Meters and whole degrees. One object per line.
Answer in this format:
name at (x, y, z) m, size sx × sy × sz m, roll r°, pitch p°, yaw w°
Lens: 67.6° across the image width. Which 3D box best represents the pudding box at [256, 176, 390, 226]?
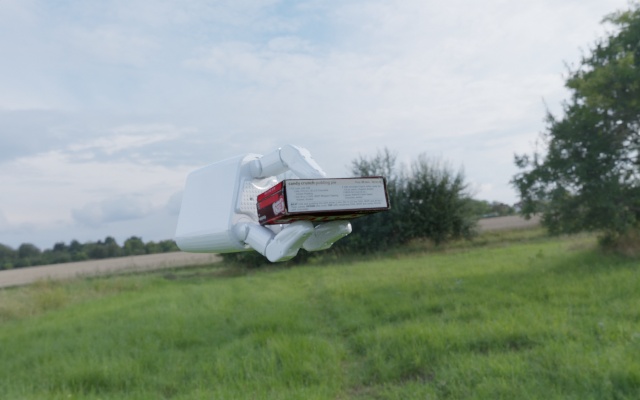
pudding box at (0.000, 0.001, 0.491) m, size 0.113 × 0.039 × 0.090 m, roll -5°, pitch -6°, yaw -24°
